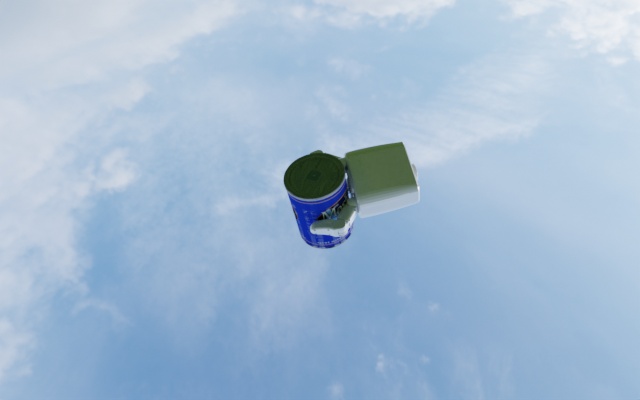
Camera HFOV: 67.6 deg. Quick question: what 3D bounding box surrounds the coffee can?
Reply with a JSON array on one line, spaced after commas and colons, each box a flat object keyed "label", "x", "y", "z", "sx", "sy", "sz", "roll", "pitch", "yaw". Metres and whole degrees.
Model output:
[{"label": "coffee can", "x": 0.000, "y": 0.003, "z": 0.829, "sx": 0.103, "sy": 0.102, "sz": 0.140, "roll": 0, "pitch": -40, "yaw": 12}]
